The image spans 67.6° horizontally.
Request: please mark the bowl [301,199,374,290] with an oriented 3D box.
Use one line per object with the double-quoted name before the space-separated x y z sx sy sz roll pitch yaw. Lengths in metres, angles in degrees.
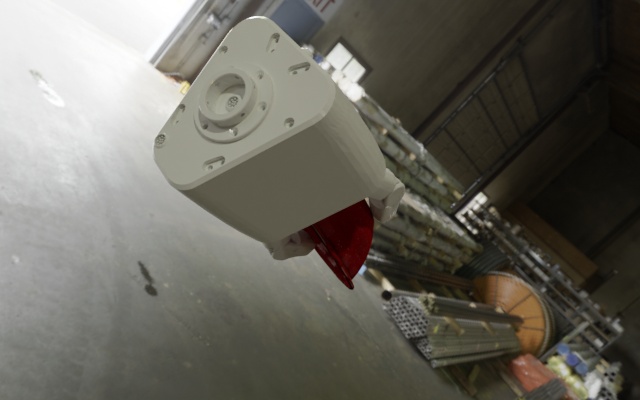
"bowl" 0.000 0.002 0.440 0.055 0.162 0.162 -36 5 -8
